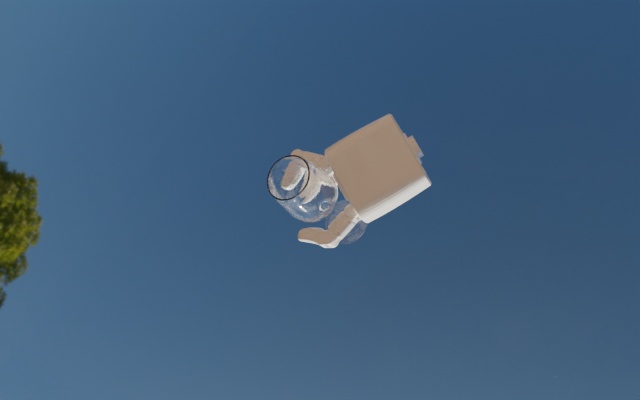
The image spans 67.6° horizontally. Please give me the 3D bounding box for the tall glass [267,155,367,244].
[{"bbox_3d":[0.000,0.003,0.685,0.079,0.079,0.201,0,-18,26],"label":"tall glass"}]
